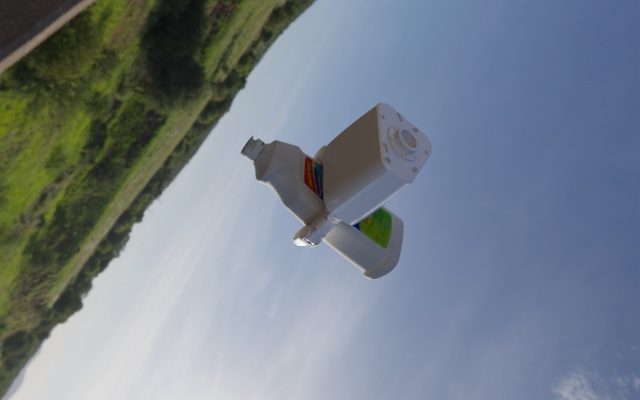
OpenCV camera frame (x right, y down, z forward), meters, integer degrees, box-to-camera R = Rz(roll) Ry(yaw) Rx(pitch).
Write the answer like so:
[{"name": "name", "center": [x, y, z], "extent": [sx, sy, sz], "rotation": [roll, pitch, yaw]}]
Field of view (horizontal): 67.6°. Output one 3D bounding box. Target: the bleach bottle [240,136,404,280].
[{"name": "bleach bottle", "center": [0.000, 0.002, 0.651], "extent": [0.251, 0.102, 0.068], "rotation": [35, -45, -17]}]
